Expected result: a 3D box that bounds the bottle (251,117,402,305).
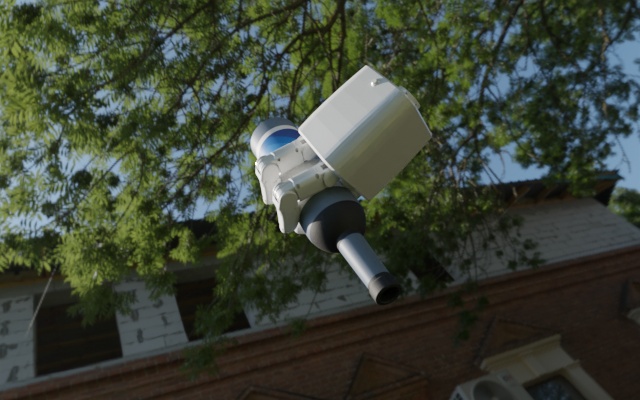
[{"bbox_3d":[0.000,0.002,0.534,0.069,0.069,0.295,0,35,-31],"label":"bottle"}]
